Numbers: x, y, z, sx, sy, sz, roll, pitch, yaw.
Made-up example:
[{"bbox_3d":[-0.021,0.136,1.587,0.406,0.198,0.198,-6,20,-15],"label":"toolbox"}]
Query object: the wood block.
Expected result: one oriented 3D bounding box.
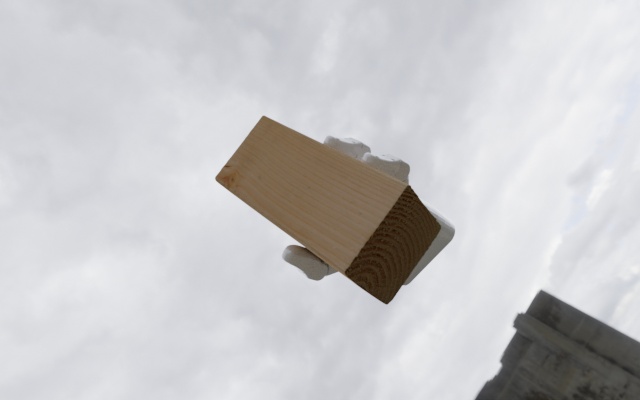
[{"bbox_3d":[0.000,0.002,0.474,0.206,0.091,0.090,31,-7,42],"label":"wood block"}]
